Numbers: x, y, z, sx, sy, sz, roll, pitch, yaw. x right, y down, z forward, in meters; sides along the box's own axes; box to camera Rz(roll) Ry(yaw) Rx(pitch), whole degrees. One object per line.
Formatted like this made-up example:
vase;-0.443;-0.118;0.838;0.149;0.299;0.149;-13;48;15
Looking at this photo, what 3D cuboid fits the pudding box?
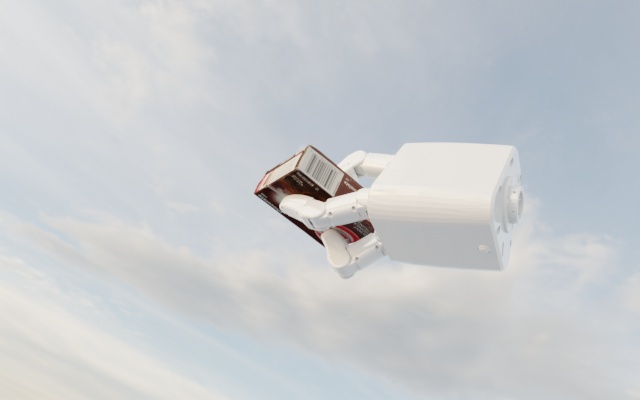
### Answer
pudding box;0.000;0.001;0.498;0.113;0.039;0.090;40;-35;-18
